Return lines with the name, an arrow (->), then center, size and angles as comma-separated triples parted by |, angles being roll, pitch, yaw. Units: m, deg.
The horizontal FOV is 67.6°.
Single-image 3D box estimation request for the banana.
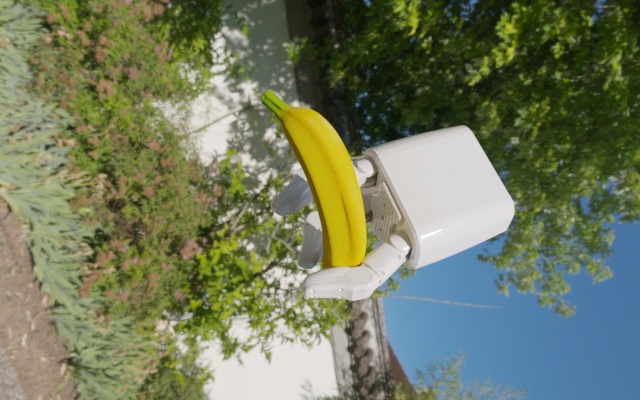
banana -> 0.008, 0.005, 0.389 | 0.037, 0.198, 0.069 | -28, 31, -19
